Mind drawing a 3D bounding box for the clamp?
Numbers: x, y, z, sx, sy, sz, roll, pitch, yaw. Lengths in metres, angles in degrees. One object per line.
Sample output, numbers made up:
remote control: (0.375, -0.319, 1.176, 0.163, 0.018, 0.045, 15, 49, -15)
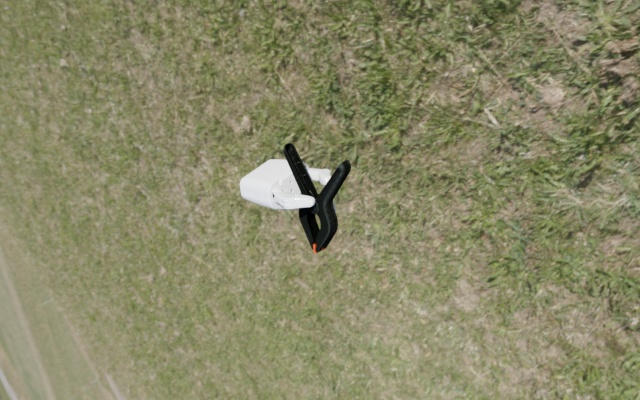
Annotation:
clamp: (-0.001, 0.004, 0.879, 0.036, 0.210, 0.164, -22, 23, -37)
